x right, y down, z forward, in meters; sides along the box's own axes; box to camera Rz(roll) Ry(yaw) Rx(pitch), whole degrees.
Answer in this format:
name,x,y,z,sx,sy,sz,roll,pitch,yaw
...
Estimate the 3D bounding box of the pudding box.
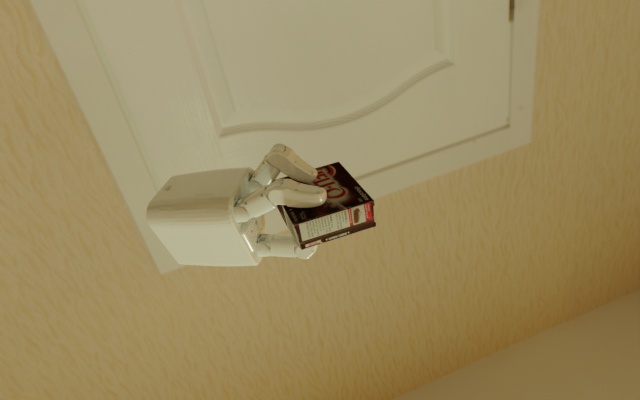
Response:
name,x,y,z,sx,sy,sz,roll,pitch,yaw
pudding box,0.000,0.002,0.540,0.090,0.039,0.113,-18,33,-11
